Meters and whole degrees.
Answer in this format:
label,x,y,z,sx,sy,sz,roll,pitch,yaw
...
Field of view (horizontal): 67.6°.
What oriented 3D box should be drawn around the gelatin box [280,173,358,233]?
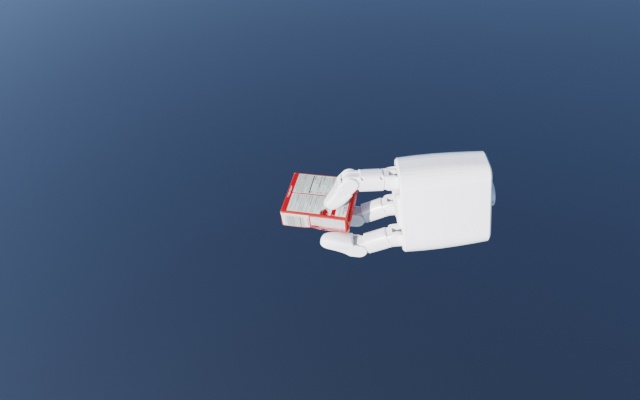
label,x,y,z,sx,sy,sz,roll,pitch,yaw
gelatin box,0.000,0.002,0.622,0.089,0.073,0.030,6,-42,11
